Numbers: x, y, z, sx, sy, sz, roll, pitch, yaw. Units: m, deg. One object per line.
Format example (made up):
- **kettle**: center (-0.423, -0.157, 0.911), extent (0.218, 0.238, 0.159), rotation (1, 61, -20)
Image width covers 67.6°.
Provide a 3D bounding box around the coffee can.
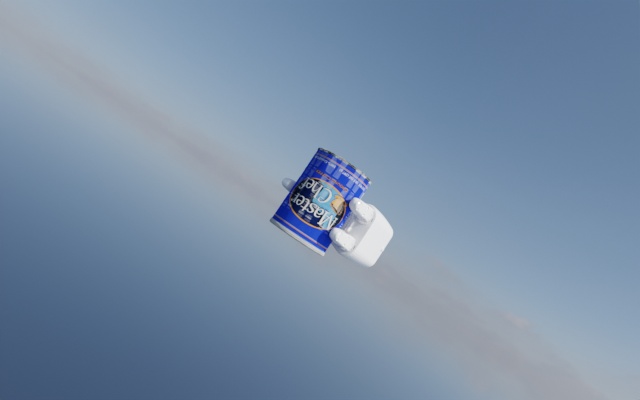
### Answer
- **coffee can**: center (0.000, 0.003, 0.758), extent (0.103, 0.140, 0.103), rotation (34, -3, 2)
